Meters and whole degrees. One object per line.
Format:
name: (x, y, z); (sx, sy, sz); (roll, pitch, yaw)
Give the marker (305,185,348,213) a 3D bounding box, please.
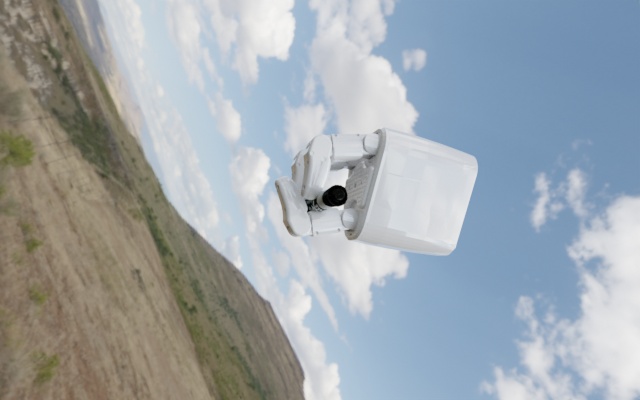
marker: (0.000, 0.001, 0.454); (0.020, 0.020, 0.121); (0, -6, -16)
